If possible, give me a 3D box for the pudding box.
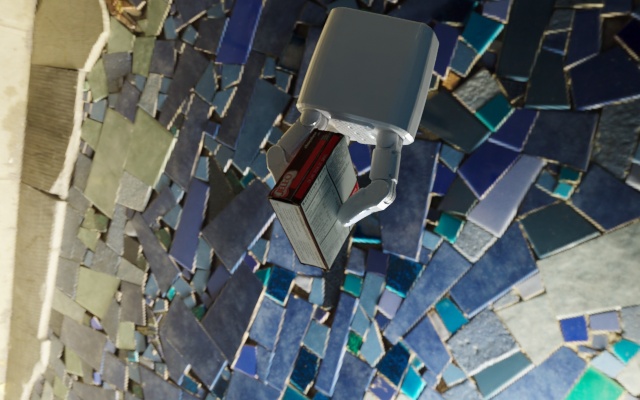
[{"bbox_3d":[0.000,0.002,0.462,0.039,0.090,0.114,14,-34,29],"label":"pudding box"}]
